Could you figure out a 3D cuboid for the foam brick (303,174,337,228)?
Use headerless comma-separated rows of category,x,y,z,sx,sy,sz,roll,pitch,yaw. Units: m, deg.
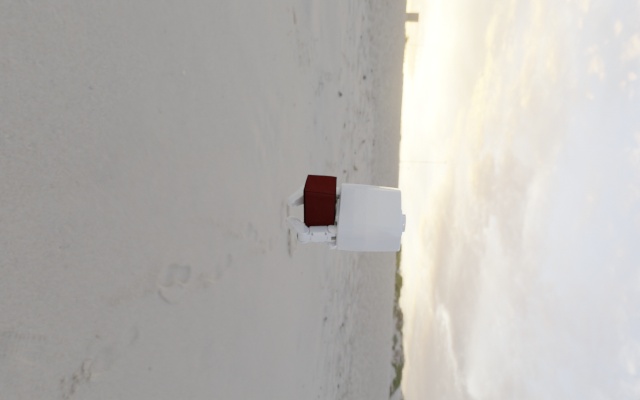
foam brick,0.000,0.002,0.799,0.051,0.078,0.053,4,37,5
